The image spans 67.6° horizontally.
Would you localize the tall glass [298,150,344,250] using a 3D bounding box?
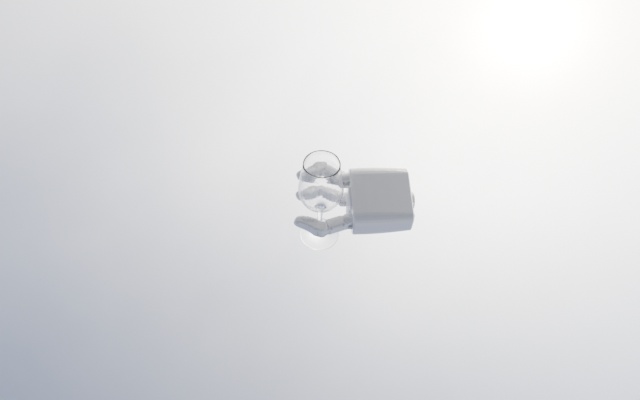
[{"bbox_3d":[0.000,0.003,0.843,0.079,0.079,0.201,0,-38,-1],"label":"tall glass"}]
